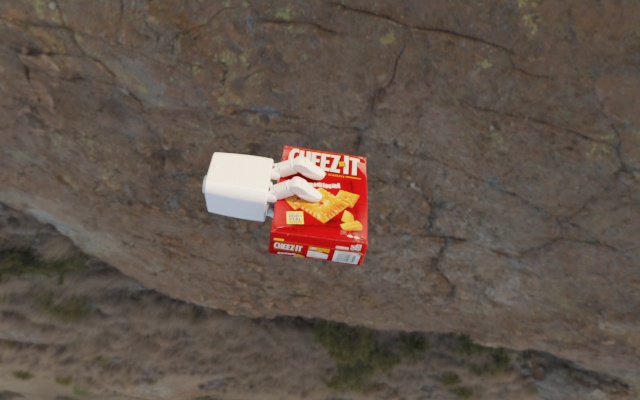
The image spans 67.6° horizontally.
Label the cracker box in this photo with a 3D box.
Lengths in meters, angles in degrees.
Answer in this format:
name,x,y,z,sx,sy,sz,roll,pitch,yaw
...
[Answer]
name,x,y,z,sx,sy,sz,roll,pitch,yaw
cracker box,0.000,0.003,0.861,0.164,0.213,0.072,8,-42,-5
